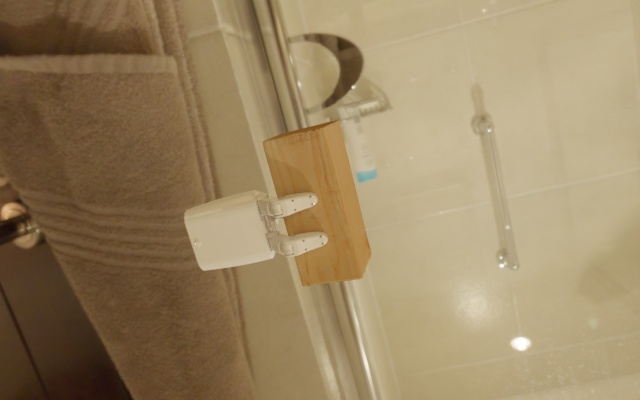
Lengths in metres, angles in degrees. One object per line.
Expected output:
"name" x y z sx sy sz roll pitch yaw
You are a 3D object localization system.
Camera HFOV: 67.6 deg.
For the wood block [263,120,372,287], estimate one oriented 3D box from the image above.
"wood block" 0.000 0.002 0.666 0.090 0.206 0.090 -11 13 17
